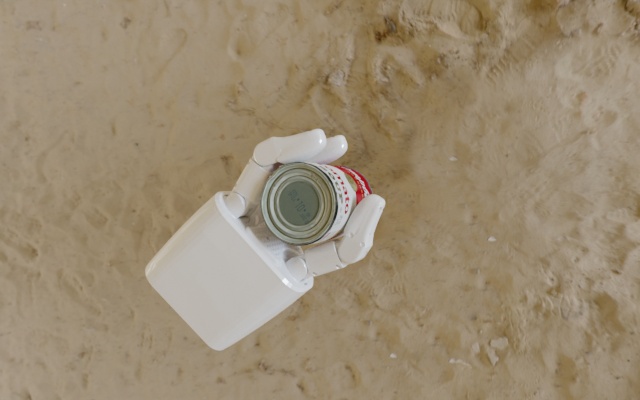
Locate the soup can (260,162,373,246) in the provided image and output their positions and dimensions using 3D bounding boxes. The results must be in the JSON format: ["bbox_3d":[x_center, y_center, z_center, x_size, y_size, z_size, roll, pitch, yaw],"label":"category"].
[{"bbox_3d":[0.000,0.001,0.417,0.068,0.068,0.102,0,1,22],"label":"soup can"}]
